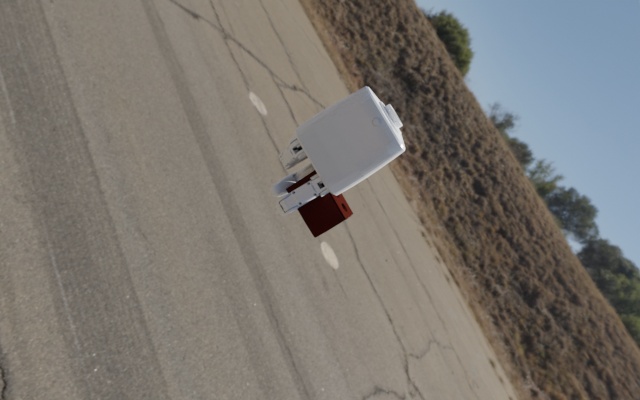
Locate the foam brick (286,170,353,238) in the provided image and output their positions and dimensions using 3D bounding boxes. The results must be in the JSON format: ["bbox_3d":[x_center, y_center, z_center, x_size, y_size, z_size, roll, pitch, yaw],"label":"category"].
[{"bbox_3d":[0.000,0.002,0.640,0.051,0.078,0.053,-31,-2,15],"label":"foam brick"}]
